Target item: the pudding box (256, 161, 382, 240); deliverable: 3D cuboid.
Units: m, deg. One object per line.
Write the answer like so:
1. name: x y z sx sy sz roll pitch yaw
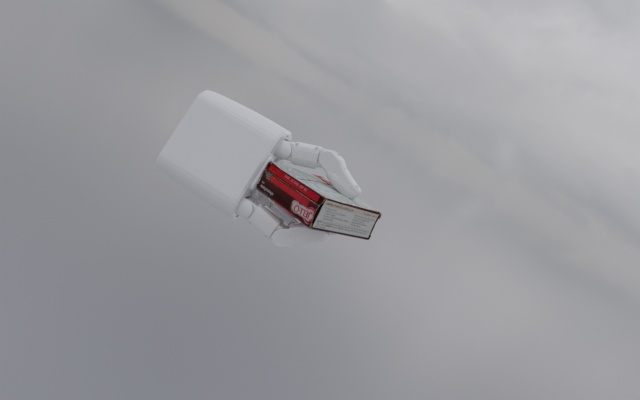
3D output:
1. pudding box: 0.000 0.002 0.517 0.090 0.039 0.113 35 14 36
